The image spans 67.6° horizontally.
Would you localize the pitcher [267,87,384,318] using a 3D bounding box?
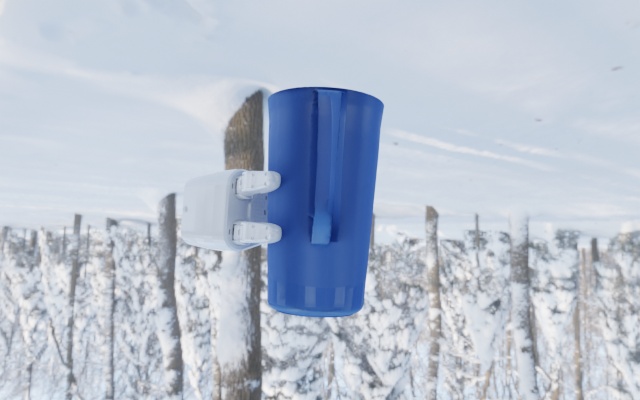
[{"bbox_3d":[0.000,0.002,0.531,0.145,0.243,0.149,-1,-6,41],"label":"pitcher"}]
